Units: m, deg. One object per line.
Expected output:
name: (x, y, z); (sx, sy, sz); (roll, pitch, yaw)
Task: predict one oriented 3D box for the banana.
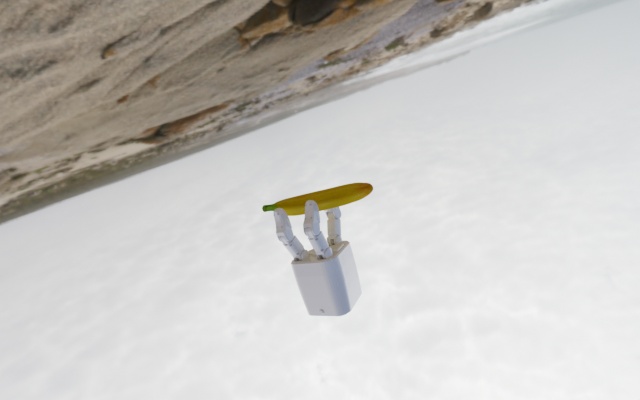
banana: (0.001, 0.001, 0.842); (0.198, 0.037, 0.069); (-13, 5, 14)
